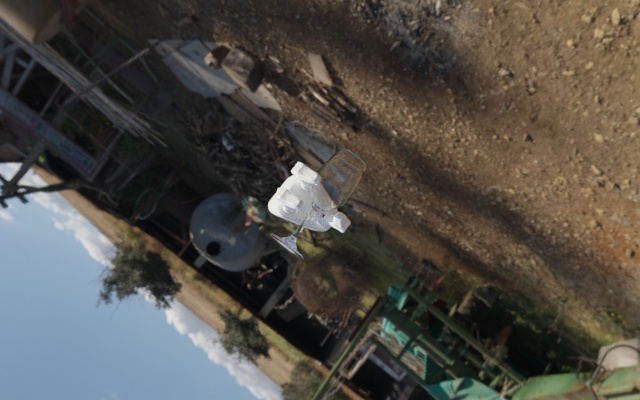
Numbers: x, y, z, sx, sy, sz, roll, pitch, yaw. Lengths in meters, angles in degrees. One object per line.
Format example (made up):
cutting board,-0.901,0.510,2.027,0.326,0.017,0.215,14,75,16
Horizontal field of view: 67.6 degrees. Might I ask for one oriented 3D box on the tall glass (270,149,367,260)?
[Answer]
tall glass,0.000,0.003,0.850,0.079,0.201,0.079,36,-11,8
